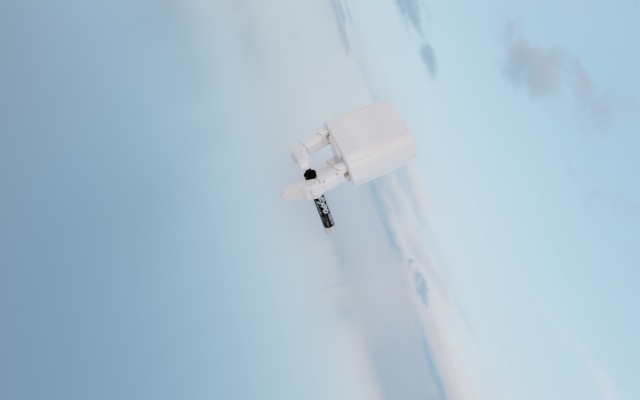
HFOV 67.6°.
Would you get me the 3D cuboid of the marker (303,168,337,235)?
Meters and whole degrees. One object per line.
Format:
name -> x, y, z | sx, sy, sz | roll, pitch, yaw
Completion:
marker -> 0.000, 0.002, 0.714 | 0.020, 0.121, 0.020 | -13, 36, 10
